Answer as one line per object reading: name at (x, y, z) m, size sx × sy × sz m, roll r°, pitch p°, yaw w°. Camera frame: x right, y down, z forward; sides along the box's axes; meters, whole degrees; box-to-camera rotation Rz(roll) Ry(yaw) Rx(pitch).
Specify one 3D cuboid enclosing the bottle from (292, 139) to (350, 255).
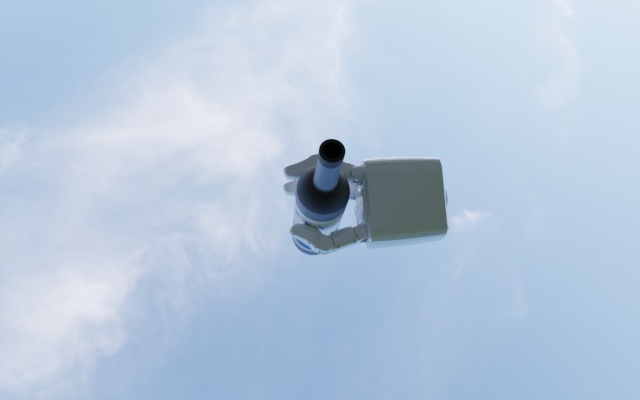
bottle at (0.000, 0.002, 0.617) m, size 0.069 × 0.069 × 0.296 m, roll 0°, pitch -21°, yaw -5°
